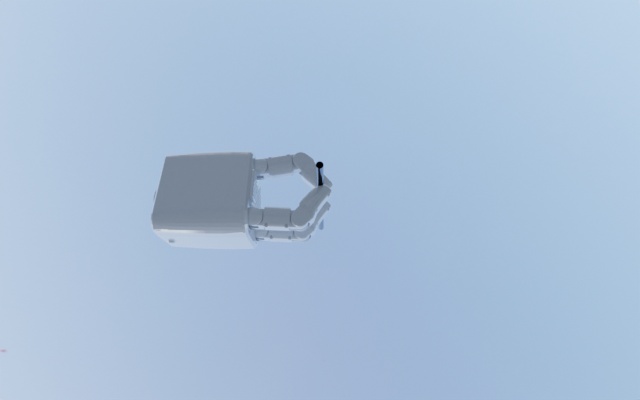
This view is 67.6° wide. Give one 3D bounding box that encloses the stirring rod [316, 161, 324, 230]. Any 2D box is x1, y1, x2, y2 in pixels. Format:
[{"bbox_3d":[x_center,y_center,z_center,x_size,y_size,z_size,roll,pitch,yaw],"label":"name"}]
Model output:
[{"bbox_3d":[0.000,0.002,0.599,0.011,0.011,0.240,0,-18,0],"label":"stirring rod"}]
